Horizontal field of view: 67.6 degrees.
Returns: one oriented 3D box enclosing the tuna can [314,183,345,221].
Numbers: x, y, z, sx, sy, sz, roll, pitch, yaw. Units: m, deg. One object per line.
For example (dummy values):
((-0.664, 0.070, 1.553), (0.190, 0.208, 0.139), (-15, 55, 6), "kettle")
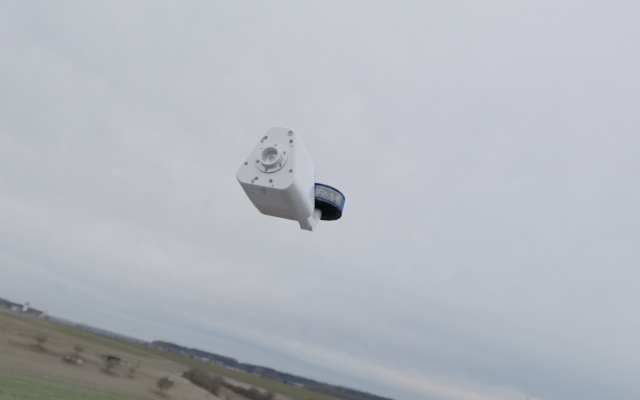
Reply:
((0.000, 0.002, 0.851), (0.086, 0.033, 0.086), (12, -25, 6), "tuna can")
